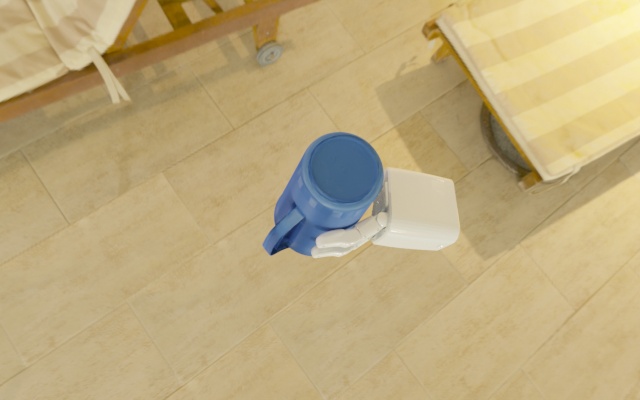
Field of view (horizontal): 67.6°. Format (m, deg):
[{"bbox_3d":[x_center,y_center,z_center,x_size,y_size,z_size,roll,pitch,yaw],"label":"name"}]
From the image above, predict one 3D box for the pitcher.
[{"bbox_3d":[0.000,0.002,0.702,0.145,0.149,0.243,9,-19,-8],"label":"pitcher"}]
